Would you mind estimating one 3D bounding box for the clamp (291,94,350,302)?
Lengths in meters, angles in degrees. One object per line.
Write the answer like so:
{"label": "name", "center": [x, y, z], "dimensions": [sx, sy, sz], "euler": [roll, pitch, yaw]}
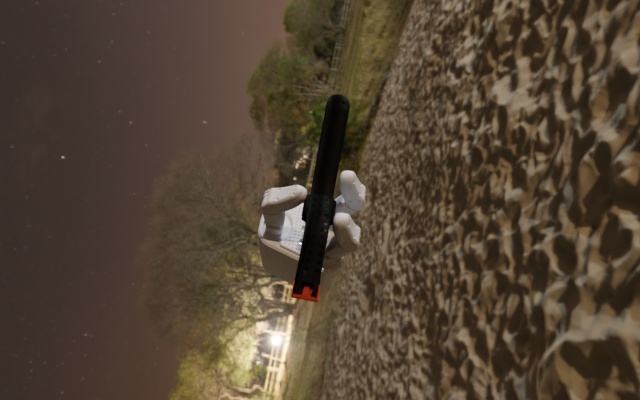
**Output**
{"label": "clamp", "center": [-0.001, 0.002, 0.521], "dimensions": [0.036, 0.209, 0.165], "euler": [10, -30, 0]}
